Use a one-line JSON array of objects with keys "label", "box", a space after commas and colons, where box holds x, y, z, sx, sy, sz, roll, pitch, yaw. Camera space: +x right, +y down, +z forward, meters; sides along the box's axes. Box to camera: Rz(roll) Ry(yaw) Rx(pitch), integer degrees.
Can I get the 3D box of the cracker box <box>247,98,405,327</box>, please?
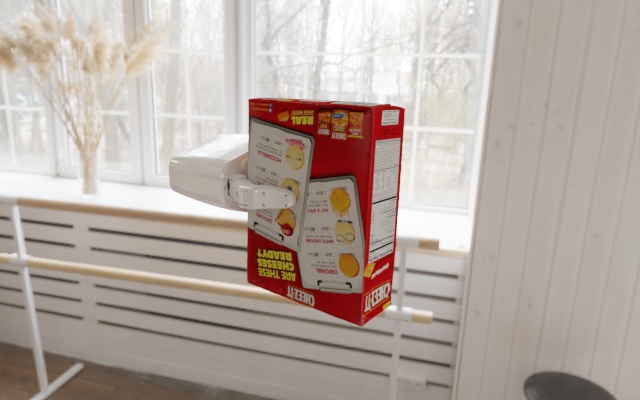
[{"label": "cracker box", "box": [0.000, 0.002, 0.511, 0.164, 0.214, 0.072, 12, 17, 37]}]
